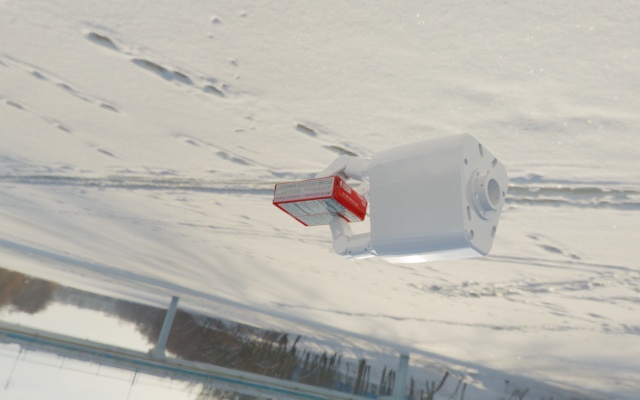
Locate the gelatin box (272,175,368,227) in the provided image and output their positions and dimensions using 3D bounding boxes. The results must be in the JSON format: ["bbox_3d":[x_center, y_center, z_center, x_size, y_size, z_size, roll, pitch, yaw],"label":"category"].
[{"bbox_3d":[0.000,0.002,0.565,0.089,0.030,0.073,-7,-28,32],"label":"gelatin box"}]
